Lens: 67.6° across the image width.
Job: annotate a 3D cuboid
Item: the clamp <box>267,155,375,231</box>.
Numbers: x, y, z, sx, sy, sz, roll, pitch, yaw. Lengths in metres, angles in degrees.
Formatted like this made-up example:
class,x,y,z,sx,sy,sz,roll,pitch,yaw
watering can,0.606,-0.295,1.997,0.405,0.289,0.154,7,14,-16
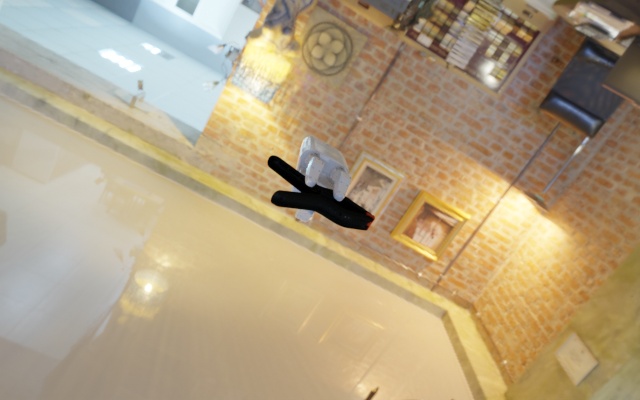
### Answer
class,x,y,z,sx,sy,sz,roll,pitch,yaw
clamp,0.000,0.003,0.804,0.210,0.036,0.164,28,21,-13
